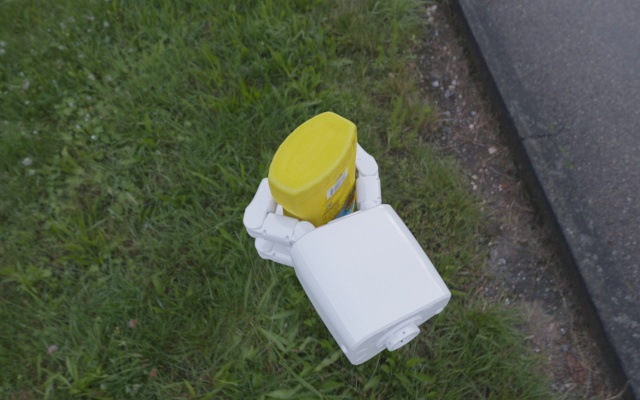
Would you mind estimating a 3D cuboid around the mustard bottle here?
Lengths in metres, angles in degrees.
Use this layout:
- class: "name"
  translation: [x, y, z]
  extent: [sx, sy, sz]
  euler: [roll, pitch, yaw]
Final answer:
- class: "mustard bottle"
  translation: [0.000, 0.001, 0.500]
  extent: [0.058, 0.096, 0.192]
  euler: [30, -23, 20]
